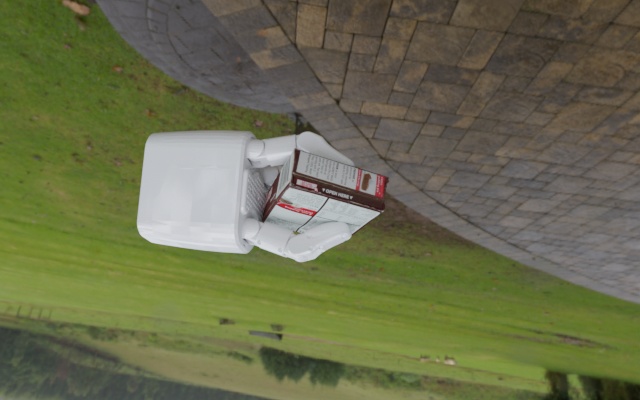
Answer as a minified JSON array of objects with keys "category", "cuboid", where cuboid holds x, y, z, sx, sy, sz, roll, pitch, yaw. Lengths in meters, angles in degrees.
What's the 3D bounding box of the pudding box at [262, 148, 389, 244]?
[{"category":"pudding box","cuboid":[0.000,0.002,0.452,0.090,0.039,0.113,15,-23,-14]}]
